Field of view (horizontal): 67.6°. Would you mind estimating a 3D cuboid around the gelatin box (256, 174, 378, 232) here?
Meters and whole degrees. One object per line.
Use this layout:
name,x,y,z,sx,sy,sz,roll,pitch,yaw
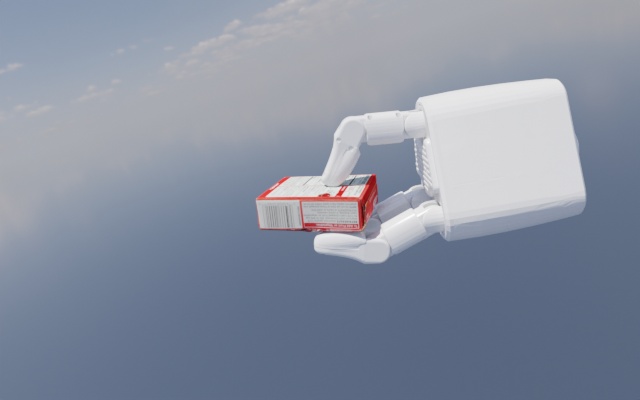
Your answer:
gelatin box,0.000,0.001,0.404,0.089,0.030,0.073,0,17,15
